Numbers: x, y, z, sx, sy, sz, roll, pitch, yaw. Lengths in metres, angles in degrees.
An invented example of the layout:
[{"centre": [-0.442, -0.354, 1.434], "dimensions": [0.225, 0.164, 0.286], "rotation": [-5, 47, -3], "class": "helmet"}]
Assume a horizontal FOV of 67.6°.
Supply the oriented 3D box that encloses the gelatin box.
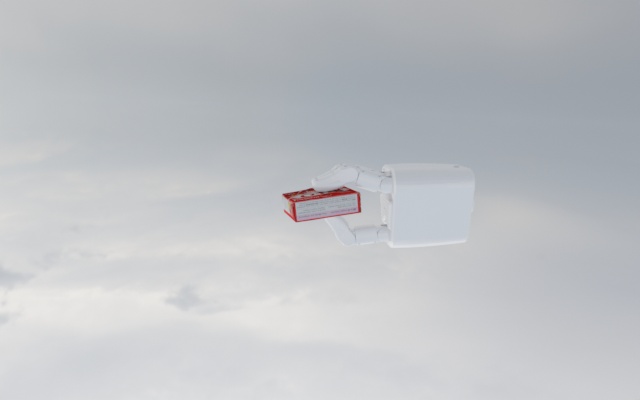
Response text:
[{"centre": [0.000, 0.003, 0.623], "dimensions": [0.089, 0.030, 0.073], "rotation": [-9, 11, -14], "class": "gelatin box"}]
